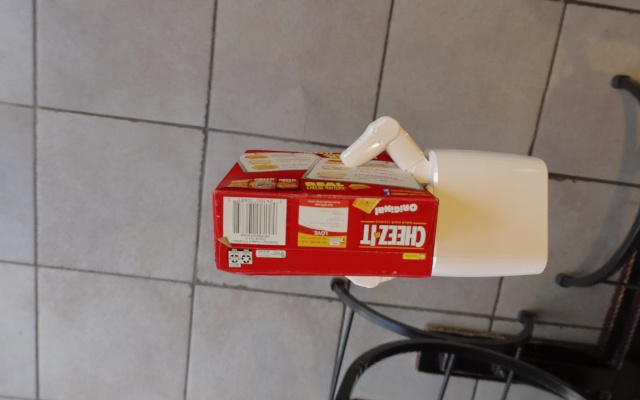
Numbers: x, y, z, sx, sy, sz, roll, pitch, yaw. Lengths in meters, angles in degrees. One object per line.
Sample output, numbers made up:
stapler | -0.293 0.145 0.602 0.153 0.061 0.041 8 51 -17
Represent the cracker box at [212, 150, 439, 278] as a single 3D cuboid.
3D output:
cracker box | 0.000 0.001 0.445 0.164 0.072 0.213 2 14 -3
